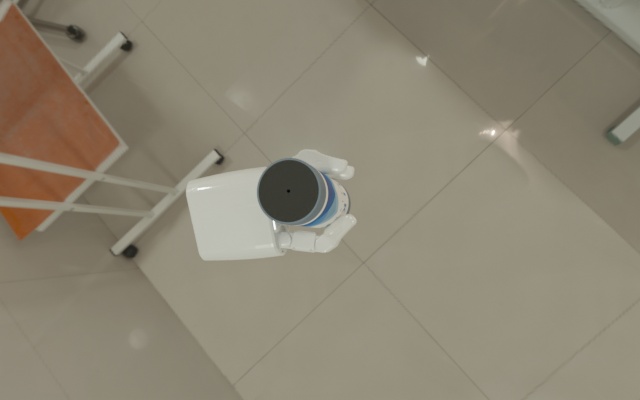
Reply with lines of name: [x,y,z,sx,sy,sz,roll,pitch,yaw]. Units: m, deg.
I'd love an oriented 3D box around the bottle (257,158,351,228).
bottle: [0.000,0.002,0.612,0.069,0.069,0.296,0,-4,13]
